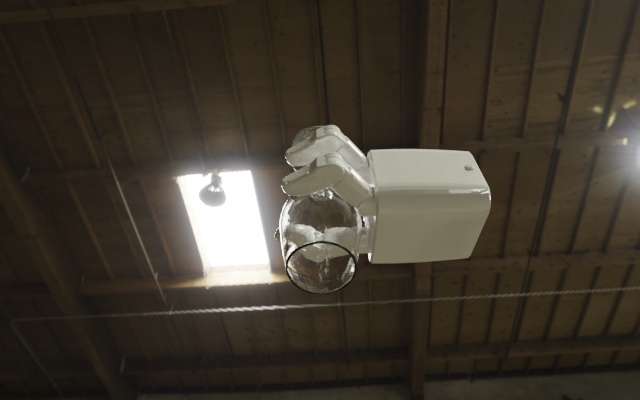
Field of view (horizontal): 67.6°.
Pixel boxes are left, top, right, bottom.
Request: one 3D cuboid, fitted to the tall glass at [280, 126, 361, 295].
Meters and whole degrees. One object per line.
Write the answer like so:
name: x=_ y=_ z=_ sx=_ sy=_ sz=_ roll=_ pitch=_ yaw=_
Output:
tall glass: x=0.000 y=0.001 z=0.489 sx=0.079 sy=0.079 sz=0.201 roll=0 pitch=35 yaw=0
